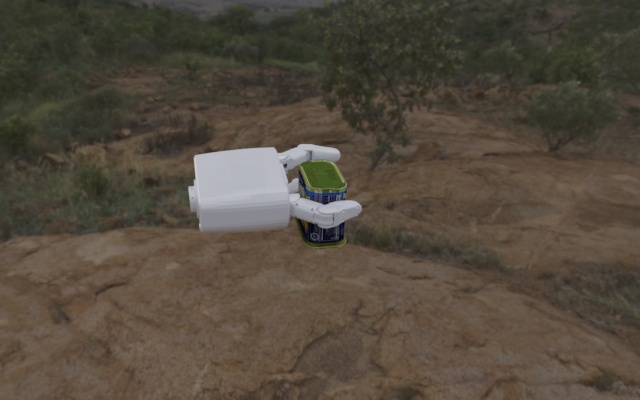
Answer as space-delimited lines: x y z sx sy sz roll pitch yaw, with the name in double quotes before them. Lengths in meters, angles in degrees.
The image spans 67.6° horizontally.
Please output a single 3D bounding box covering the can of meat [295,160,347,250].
"can of meat" 0.000 0.002 0.632 0.057 0.084 0.102 -3 27 -11
